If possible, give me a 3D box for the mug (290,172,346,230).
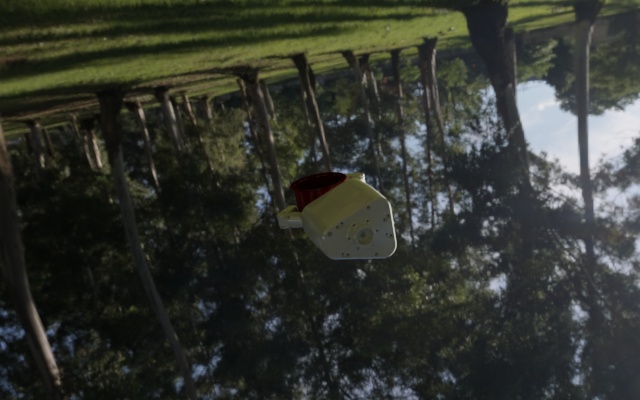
[{"bbox_3d":[0.000,0.002,0.796,0.093,0.081,0.117,-15,18,-12],"label":"mug"}]
